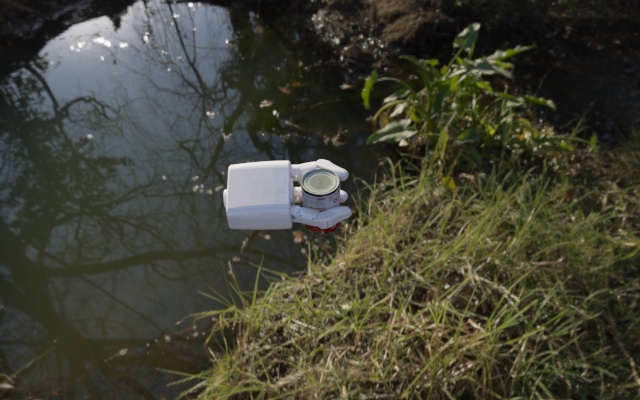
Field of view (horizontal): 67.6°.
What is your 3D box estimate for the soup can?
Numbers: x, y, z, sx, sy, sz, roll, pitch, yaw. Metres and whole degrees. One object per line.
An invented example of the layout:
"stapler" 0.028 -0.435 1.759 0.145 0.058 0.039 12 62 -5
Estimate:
"soup can" 0.001 0.003 0.821 0.068 0.068 0.102 0 -44 1
